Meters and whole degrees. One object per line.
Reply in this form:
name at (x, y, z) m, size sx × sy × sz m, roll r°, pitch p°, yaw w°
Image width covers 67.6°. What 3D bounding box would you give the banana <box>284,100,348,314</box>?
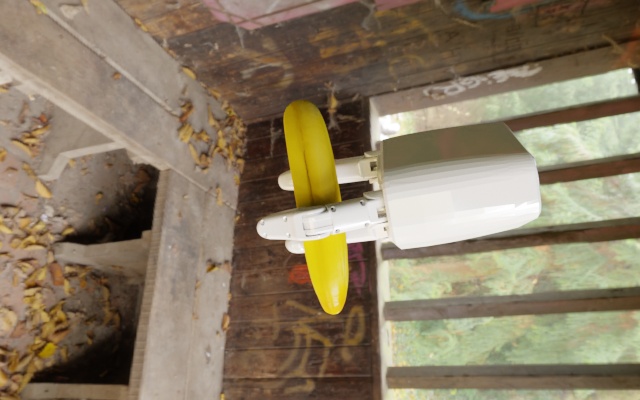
banana at (-0.002, -0.007, 0.397) m, size 0.037 × 0.197 × 0.070 m, roll -11°, pitch -16°, yaw 2°
